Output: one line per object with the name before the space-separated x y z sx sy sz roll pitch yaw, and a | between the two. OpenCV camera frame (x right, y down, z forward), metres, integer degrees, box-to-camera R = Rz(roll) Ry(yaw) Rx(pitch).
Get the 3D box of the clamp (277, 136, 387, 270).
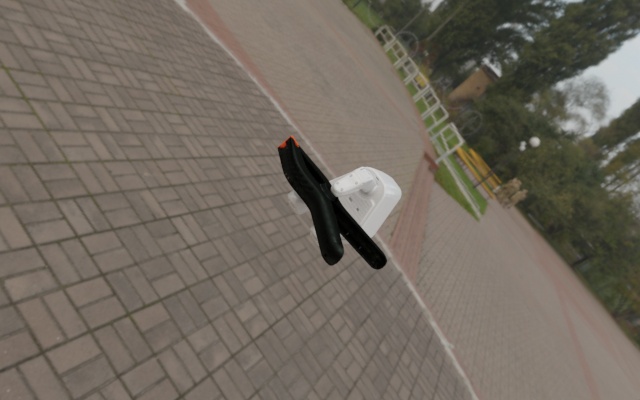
clamp | 0.001 0.001 0.604 0.036 0.210 0.164 -38 -16 14
